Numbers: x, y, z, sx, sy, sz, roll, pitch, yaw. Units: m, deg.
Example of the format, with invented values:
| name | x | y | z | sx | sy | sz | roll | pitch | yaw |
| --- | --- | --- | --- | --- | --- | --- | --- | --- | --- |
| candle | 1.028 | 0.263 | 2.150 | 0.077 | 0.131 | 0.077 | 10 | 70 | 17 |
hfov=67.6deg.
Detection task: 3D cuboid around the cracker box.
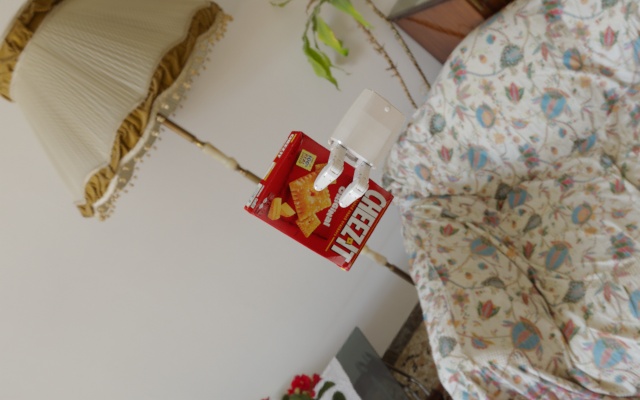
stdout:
| name | x | y | z | sx | sy | sz | roll | pitch | yaw |
| --- | --- | --- | --- | --- | --- | --- | --- | --- | --- |
| cracker box | 0.000 | 0.003 | 0.844 | 0.214 | 0.164 | 0.072 | 33 | -2 | -20 |
